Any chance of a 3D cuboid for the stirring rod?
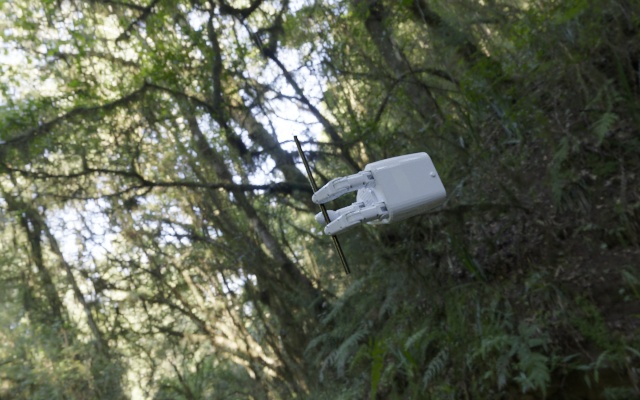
[{"bbox_3d":[0.000,0.003,0.752,0.011,0.239,0.011,-20,-15,-6],"label":"stirring rod"}]
